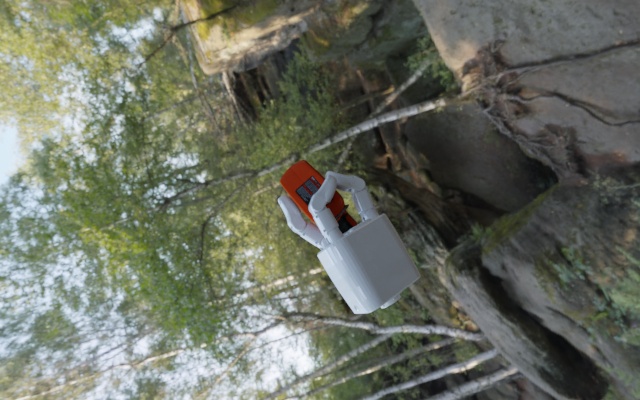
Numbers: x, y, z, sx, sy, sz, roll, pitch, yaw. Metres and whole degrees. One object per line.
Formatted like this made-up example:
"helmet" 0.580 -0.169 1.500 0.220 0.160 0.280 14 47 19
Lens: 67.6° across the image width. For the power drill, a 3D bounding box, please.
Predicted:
"power drill" 0.000 0.003 0.780 0.184 0.057 0.188 45 0 23
